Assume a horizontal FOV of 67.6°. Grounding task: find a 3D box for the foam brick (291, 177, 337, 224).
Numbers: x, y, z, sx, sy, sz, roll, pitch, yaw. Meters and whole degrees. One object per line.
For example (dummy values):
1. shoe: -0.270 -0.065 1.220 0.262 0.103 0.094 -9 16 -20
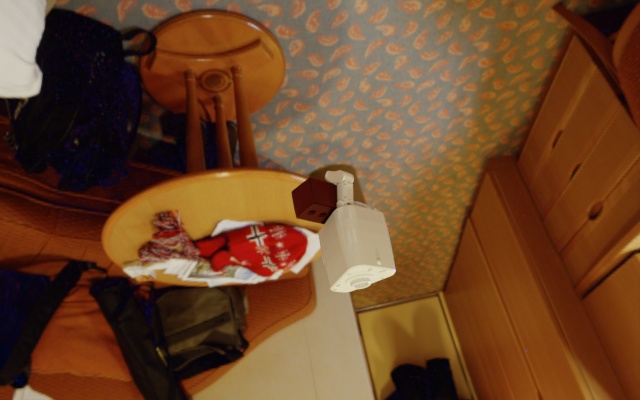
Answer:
1. foam brick: 0.000 0.003 0.792 0.078 0.051 0.053 14 -36 -36
